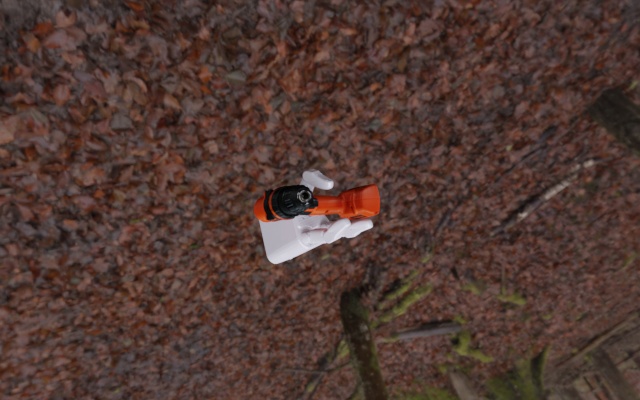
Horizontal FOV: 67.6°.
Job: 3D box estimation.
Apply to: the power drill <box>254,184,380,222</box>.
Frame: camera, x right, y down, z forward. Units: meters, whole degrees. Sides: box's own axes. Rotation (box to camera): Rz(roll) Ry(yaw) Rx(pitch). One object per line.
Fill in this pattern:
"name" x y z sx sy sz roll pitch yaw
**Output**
"power drill" 0.000 0.003 0.785 0.187 0.057 0.184 0 -5 -26
